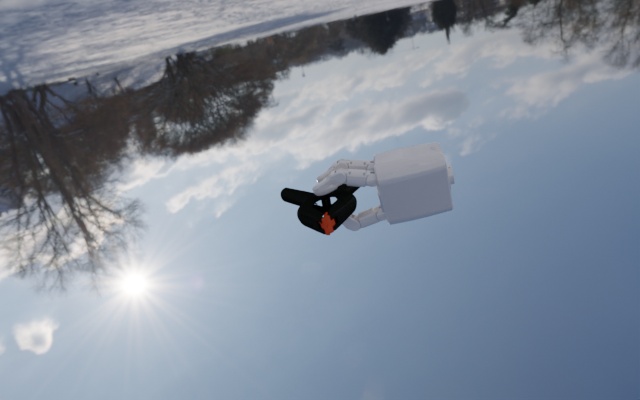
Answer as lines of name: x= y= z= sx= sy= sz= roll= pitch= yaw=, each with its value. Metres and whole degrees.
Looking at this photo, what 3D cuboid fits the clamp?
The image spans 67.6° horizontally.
clamp: x=0.001 y=0.003 z=0.774 sx=0.164 sy=0.036 sz=0.210 roll=-14 pitch=20 yaw=12
